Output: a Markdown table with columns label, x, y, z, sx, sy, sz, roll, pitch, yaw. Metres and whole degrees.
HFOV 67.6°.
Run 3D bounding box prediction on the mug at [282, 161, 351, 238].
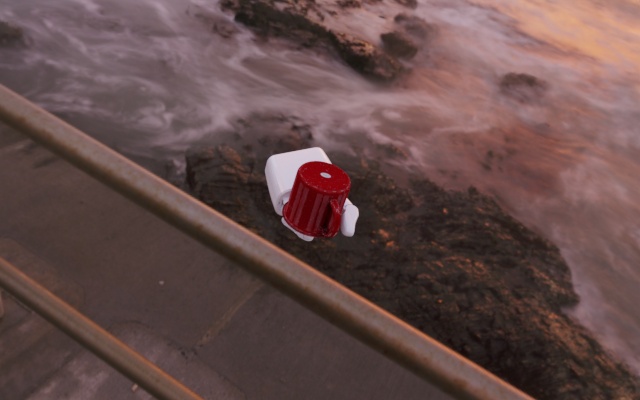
| label | x | y | z | sx | sy | sz | roll | pitch | yaw |
| --- | --- | --- | --- | --- | --- | --- | --- | --- | --- |
| mug | 0.001 | 0.003 | 0.704 | 0.093 | 0.081 | 0.117 | 0 | 40 | -24 |
